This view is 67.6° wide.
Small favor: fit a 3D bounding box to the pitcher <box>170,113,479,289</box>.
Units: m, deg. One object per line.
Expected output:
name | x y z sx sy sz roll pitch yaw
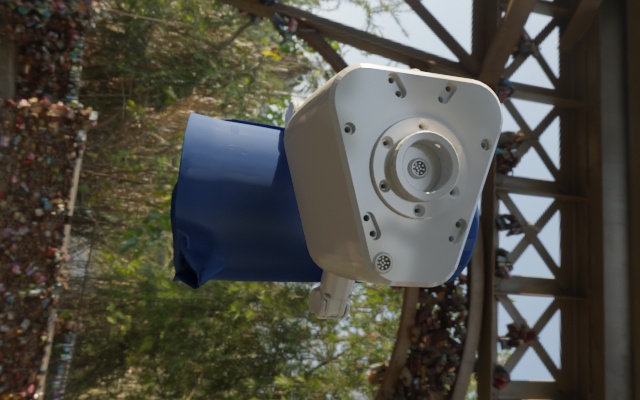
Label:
pitcher | 0.000 0.001 0.411 0.243 0.149 0.145 6 -4 -13
